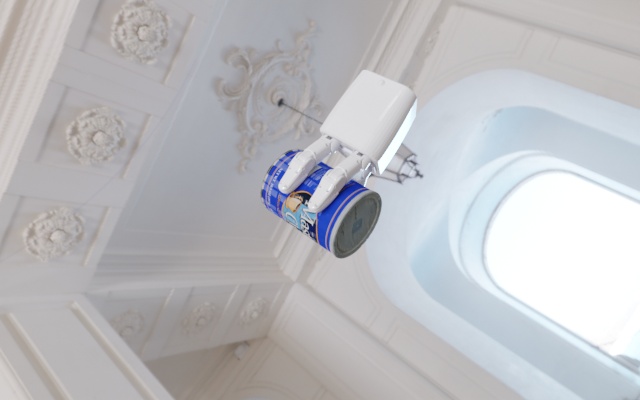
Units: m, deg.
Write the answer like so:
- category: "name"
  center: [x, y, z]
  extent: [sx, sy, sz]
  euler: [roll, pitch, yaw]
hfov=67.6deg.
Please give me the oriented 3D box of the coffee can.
- category: "coffee can"
  center: [0.000, 0.002, 0.673]
  extent: [0.140, 0.103, 0.103]
  euler: [32, 17, 30]
